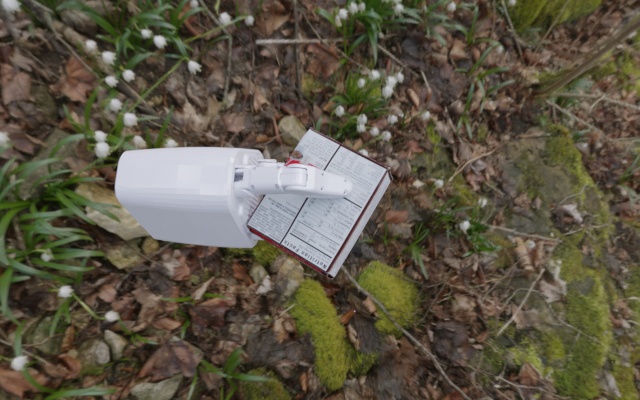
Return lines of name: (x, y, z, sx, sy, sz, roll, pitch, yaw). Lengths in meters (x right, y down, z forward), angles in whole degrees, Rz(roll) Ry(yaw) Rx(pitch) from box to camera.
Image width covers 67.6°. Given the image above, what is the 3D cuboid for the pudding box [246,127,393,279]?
pudding box: (0.000, 0.001, 0.438, 0.090, 0.113, 0.039, 30, -6, 15)
